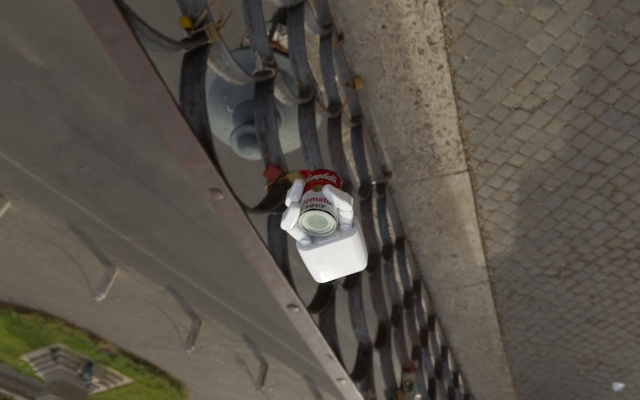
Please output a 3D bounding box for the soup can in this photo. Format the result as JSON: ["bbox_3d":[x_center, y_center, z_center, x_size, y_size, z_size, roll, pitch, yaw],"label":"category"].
[{"bbox_3d":[0.000,0.003,0.829,0.068,0.102,0.069,5,-44,5],"label":"soup can"}]
